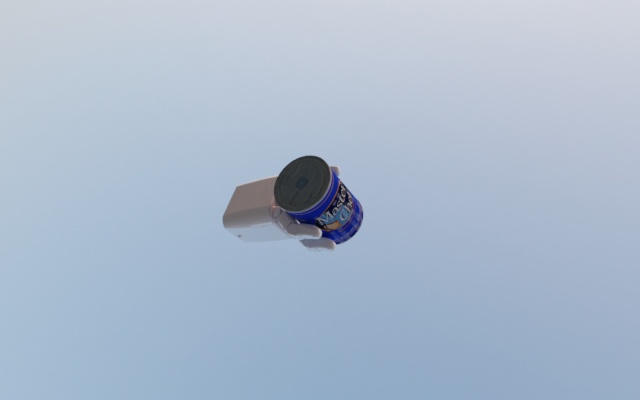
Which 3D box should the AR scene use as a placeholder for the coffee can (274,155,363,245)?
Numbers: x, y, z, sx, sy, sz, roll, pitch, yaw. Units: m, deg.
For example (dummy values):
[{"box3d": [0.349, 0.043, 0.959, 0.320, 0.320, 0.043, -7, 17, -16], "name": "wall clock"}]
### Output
[{"box3d": [0.000, 0.003, 0.812, 0.103, 0.102, 0.140, 0, -27, 30], "name": "coffee can"}]
